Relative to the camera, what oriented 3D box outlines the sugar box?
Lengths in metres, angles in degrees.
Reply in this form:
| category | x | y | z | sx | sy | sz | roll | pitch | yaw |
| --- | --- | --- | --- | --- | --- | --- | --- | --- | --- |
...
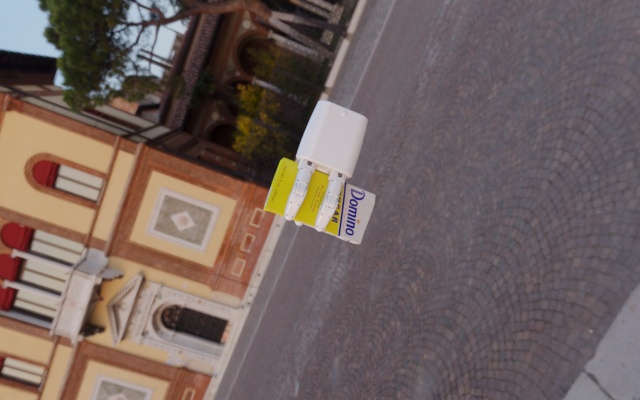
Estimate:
| category | x | y | z | sx | sy | sz | roll | pitch | yaw |
| --- | --- | --- | --- | --- | --- | --- | --- | --- | --- |
| sugar box | 0.000 | 0.002 | 0.817 | 0.176 | 0.093 | 0.048 | 20 | -7 | -9 |
